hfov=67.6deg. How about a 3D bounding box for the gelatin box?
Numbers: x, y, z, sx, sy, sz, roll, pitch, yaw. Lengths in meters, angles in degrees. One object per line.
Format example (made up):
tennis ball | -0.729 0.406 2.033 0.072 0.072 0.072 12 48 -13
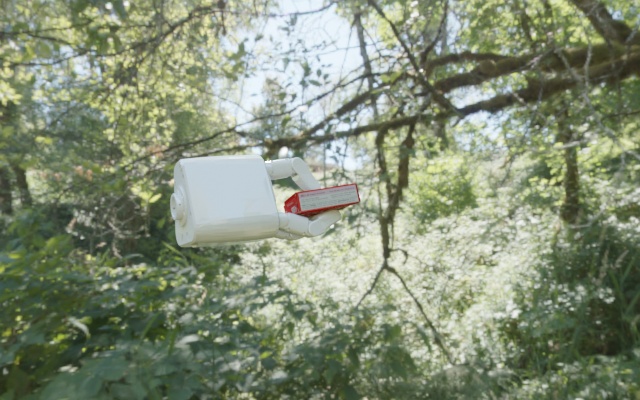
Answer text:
gelatin box | 0.000 0.002 0.655 0.089 0.030 0.073 -10 -5 -18
